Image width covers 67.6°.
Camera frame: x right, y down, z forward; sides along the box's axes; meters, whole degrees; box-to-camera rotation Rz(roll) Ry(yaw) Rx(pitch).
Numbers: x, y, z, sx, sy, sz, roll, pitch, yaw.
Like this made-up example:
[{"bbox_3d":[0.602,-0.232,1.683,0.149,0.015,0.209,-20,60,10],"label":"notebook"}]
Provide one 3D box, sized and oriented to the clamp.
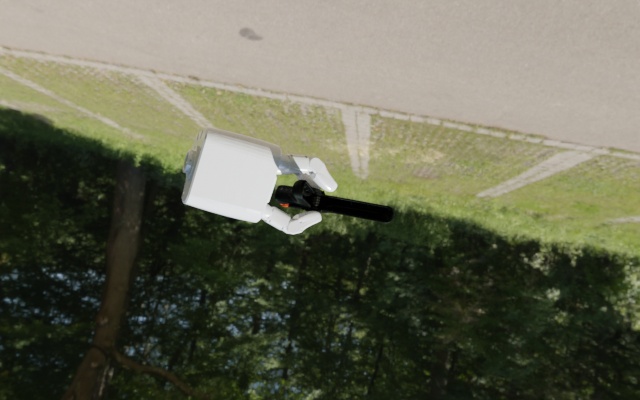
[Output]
[{"bbox_3d":[-0.001,0.003,0.728,0.164,0.036,0.210,17,-6,-24],"label":"clamp"}]
